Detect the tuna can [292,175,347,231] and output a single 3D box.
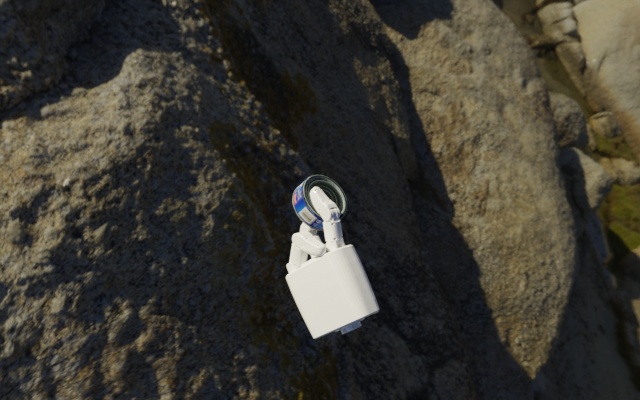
[{"bbox_3d":[0.000,0.002,0.759,0.086,0.086,0.034,0,-29,-37],"label":"tuna can"}]
